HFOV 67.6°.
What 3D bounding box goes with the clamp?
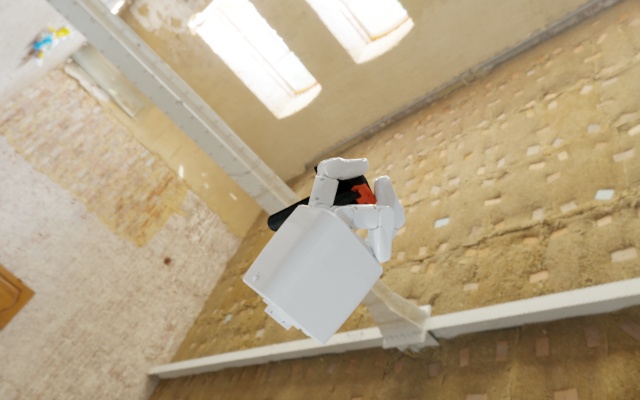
[{"bbox_3d":[0.001,0.002,0.597,0.039,0.120,0.171,44,-14,-21],"label":"clamp"}]
